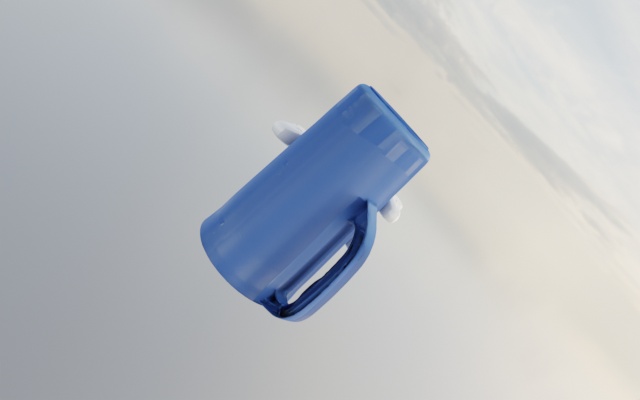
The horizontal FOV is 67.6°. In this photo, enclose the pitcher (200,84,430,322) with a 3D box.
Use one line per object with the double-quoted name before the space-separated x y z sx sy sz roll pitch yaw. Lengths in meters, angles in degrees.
"pitcher" 0.000 0.002 0.513 0.243 0.149 0.145 -43 3 15
